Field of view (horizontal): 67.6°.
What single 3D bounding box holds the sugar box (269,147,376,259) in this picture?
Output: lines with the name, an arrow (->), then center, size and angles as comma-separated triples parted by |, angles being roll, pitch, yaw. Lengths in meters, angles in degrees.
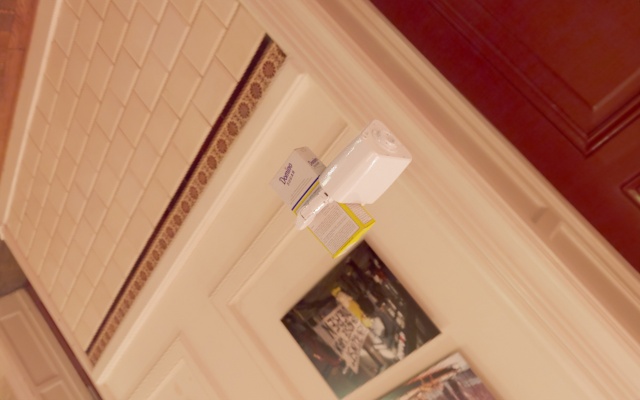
sugar box -> 0.001, 0.002, 0.805 | 0.048, 0.176, 0.093 | -22, -22, -53
